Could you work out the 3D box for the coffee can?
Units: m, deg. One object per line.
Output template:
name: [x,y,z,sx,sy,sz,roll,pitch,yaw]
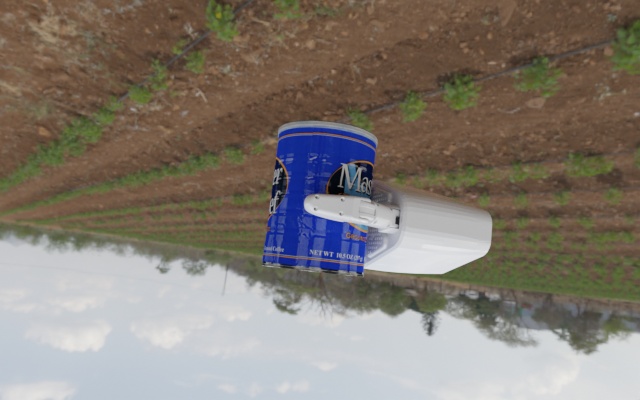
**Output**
coffee can: [0.000,0.001,0.484,0.103,0.140,0.103,6,-8,1]
